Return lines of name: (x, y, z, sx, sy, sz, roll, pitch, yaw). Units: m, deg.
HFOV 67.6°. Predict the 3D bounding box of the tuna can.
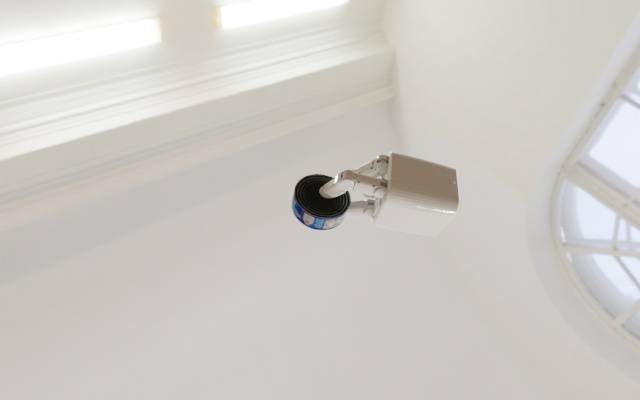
tuna can: (0.000, 0.003, 0.718, 0.086, 0.086, 0.034, 0, -40, -16)
